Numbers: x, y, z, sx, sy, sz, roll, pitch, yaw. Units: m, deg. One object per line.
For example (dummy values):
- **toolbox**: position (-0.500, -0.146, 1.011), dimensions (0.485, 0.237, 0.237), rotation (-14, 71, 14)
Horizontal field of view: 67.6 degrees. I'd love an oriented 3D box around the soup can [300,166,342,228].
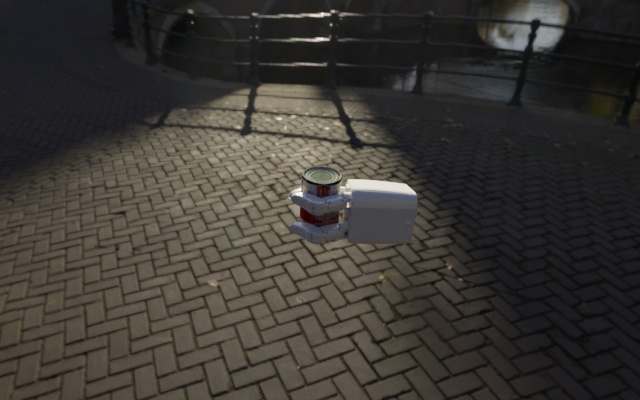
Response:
- **soup can**: position (0.000, 0.002, 0.793), dimensions (0.068, 0.102, 0.068), rotation (3, 29, -2)
